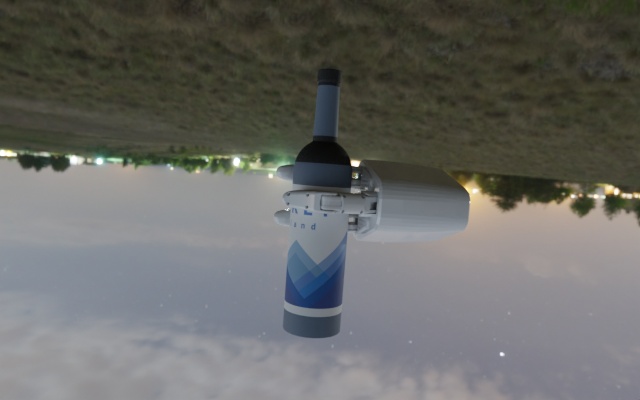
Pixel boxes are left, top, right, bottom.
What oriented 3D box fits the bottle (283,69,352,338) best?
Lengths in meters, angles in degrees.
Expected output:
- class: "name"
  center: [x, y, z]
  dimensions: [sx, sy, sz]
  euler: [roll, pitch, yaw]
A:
- class: "bottle"
  center: [0.000, 0.002, 0.543]
  dimensions: [0.069, 0.296, 0.069]
  euler: [4, 4, 0]
